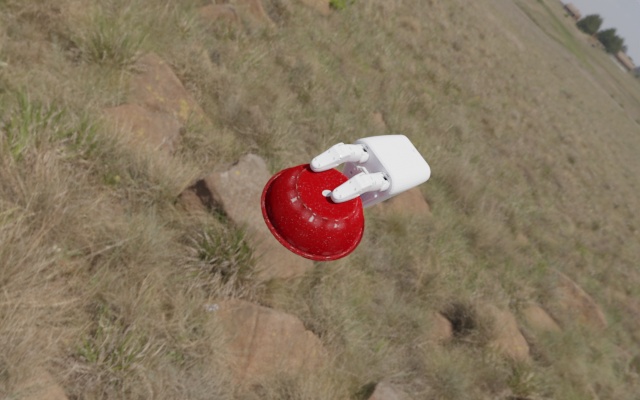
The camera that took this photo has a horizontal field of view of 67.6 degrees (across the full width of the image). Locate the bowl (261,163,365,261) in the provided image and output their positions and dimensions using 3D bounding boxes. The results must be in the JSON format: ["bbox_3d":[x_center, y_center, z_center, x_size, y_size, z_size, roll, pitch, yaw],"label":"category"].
[{"bbox_3d":[-0.001,0.003,0.675,0.162,0.162,0.055,0,-33,-25],"label":"bowl"}]
